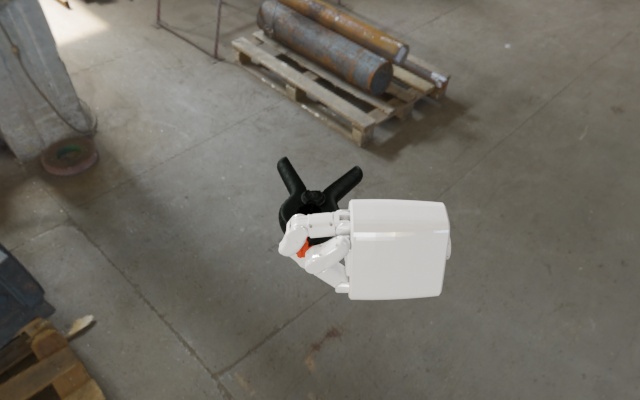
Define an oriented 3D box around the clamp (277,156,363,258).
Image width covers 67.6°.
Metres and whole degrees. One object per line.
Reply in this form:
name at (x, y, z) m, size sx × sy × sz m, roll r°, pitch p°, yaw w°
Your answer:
clamp at (0.000, 0.002, 0.623) m, size 0.120 × 0.171 × 0.039 m, roll -3°, pitch -44°, yaw 1°
